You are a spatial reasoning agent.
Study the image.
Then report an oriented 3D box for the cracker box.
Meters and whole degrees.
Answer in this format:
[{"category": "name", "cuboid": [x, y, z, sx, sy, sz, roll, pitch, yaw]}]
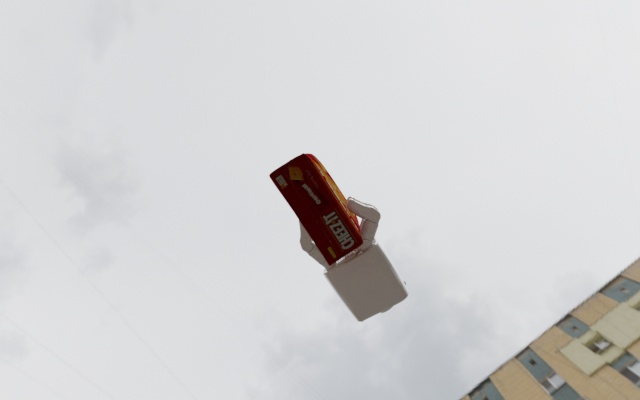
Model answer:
[{"category": "cracker box", "cuboid": [0.000, 0.003, 0.800, 0.072, 0.164, 0.213, -34, 3, 5]}]
